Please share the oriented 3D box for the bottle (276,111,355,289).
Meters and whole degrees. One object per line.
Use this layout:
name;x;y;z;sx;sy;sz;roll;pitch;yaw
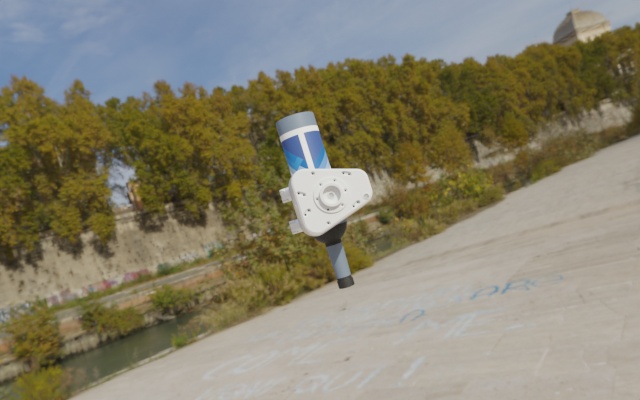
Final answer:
bottle;0.000;0.002;0.798;0.069;0.295;0.069;-17;-2;-1
